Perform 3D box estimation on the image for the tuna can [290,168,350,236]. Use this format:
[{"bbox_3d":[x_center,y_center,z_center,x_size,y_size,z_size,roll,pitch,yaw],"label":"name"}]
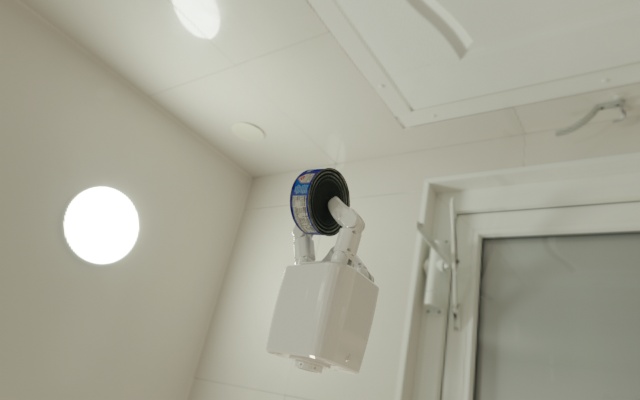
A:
[{"bbox_3d":[0.000,0.002,0.607,0.034,0.086,0.086,0,0,38],"label":"tuna can"}]
